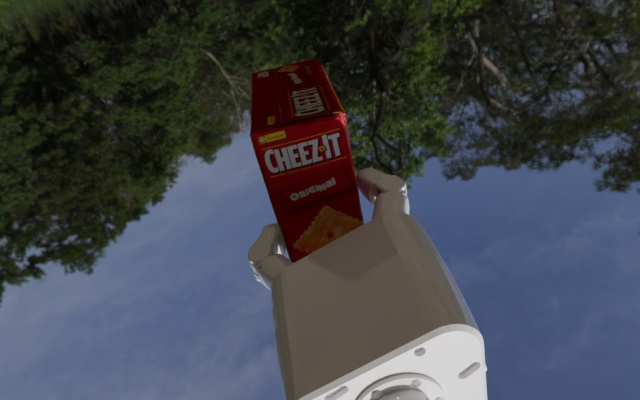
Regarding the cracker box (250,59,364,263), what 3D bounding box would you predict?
[{"bbox_3d":[0.000,0.002,0.424,0.072,0.214,0.164,-14,29,0],"label":"cracker box"}]
